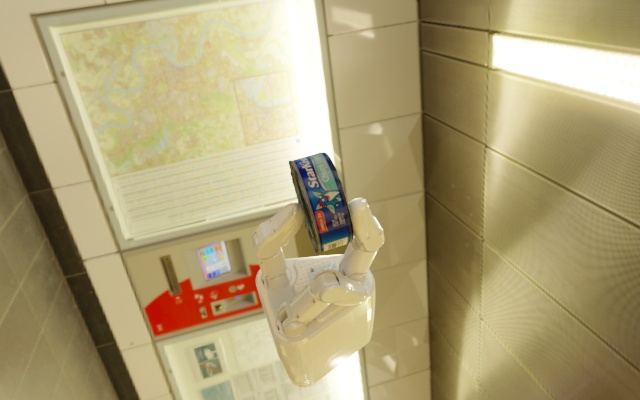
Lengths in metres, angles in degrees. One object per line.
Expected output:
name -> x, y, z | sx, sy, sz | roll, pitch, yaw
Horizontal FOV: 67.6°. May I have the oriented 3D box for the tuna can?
tuna can -> 0.001, 0.001, 0.421 | 0.034, 0.086, 0.086 | -17, 2, -6
